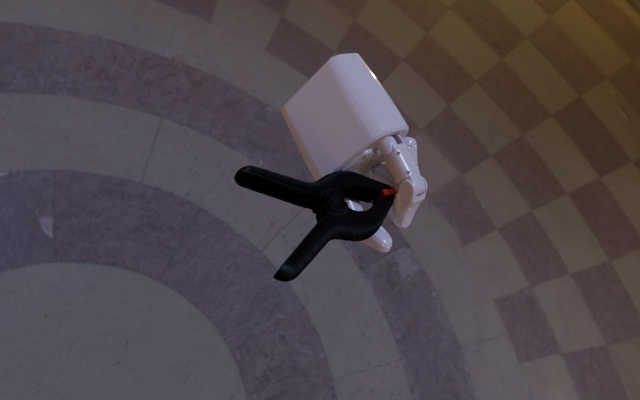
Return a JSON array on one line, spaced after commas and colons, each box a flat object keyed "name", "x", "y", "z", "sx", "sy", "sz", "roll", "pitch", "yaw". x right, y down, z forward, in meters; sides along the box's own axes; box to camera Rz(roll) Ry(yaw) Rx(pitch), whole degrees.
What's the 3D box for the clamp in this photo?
[{"name": "clamp", "x": 0.001, "y": 0.001, "z": 0.478, "sx": 0.171, "sy": 0.120, "sz": 0.039, "roll": -19, "pitch": -17, "yaw": -37}]
